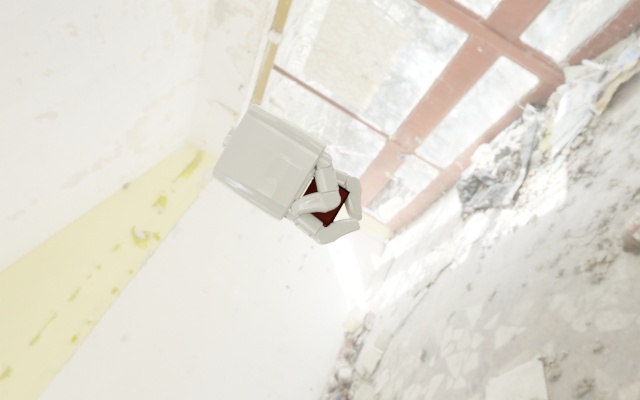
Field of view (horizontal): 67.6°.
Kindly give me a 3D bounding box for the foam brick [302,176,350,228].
[{"bbox_3d":[0.000,0.002,0.642,0.051,0.053,0.078,31,-11,-2],"label":"foam brick"}]
